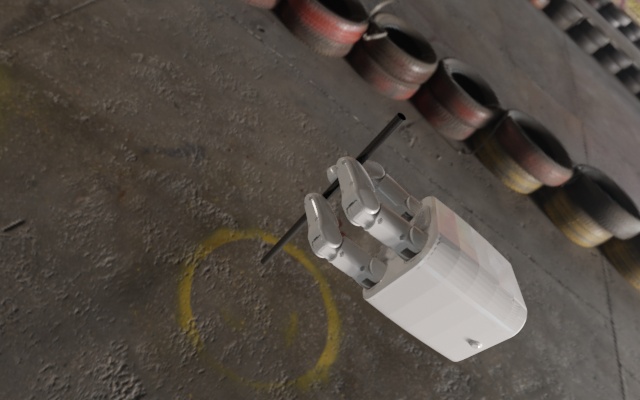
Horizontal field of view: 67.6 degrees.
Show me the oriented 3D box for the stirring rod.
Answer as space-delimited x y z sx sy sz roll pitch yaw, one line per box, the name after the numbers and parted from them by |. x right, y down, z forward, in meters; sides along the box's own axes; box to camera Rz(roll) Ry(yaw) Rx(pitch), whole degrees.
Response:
0.000 0.002 0.445 0.011 0.011 0.240 0 -33 -38 | stirring rod
